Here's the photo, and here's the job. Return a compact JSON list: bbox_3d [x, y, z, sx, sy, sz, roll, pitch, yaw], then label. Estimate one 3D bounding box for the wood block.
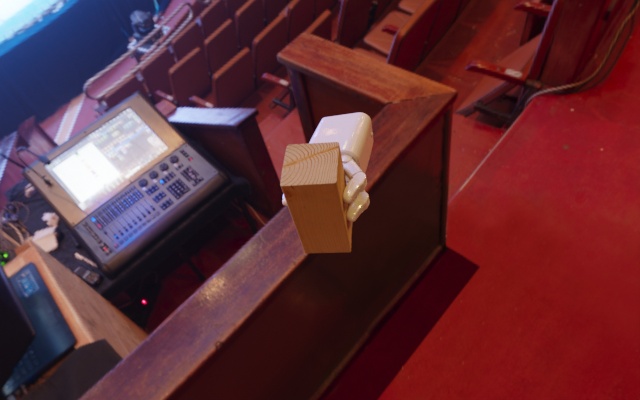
[{"bbox_3d":[0.000,0.002,0.837,0.091,0.090,0.206,-2,-37,10],"label":"wood block"}]
